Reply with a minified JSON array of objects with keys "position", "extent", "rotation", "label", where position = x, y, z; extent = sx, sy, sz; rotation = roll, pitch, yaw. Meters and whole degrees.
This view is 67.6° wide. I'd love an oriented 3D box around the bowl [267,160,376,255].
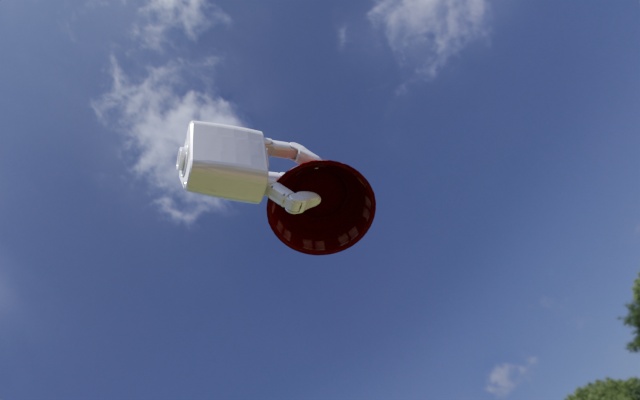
[{"position":[0.001,0.003,0.723],"extent":[0.162,0.162,0.055],"rotation":[0,29,-4],"label":"bowl"}]
